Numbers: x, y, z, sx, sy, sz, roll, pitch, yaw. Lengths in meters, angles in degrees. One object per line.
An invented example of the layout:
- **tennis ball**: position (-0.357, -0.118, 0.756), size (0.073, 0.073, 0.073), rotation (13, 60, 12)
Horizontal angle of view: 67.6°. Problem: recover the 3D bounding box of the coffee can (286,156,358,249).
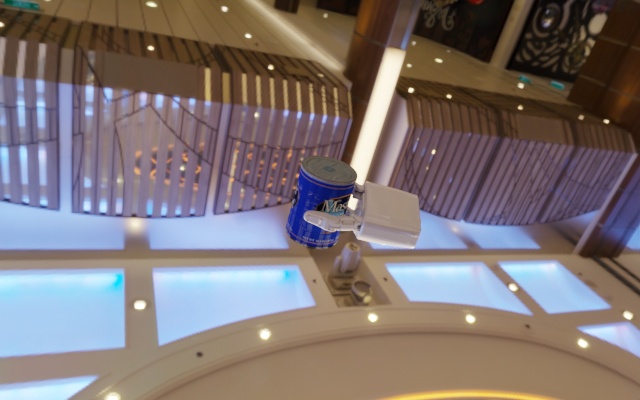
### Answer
- **coffee can**: position (0.000, 0.003, 0.875), size (0.103, 0.140, 0.102), rotation (12, 27, -6)
